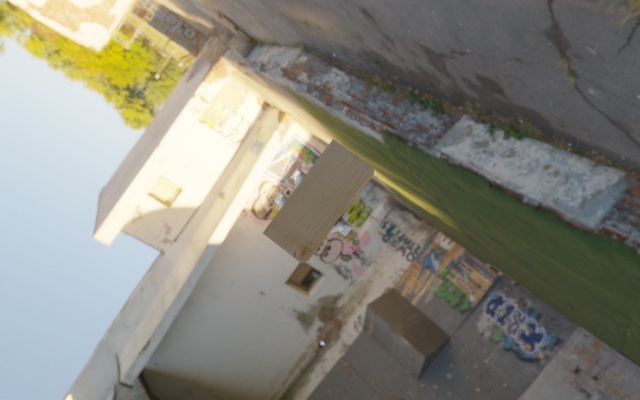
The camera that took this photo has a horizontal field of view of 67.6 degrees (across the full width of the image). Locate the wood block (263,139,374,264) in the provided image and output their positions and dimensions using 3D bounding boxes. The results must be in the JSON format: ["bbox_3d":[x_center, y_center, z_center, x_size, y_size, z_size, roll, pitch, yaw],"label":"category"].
[{"bbox_3d":[0.000,0.003,0.866,0.091,0.206,0.090,37,2,7],"label":"wood block"}]
